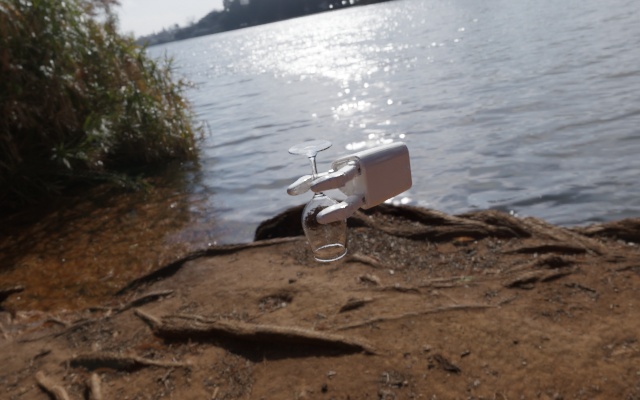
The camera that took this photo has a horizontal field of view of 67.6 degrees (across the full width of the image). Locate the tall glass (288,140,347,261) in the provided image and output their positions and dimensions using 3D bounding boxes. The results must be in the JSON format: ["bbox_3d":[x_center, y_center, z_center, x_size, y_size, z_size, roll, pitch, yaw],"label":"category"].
[{"bbox_3d":[0.000,0.002,0.826,0.079,0.201,0.079,-9,21,3],"label":"tall glass"}]
